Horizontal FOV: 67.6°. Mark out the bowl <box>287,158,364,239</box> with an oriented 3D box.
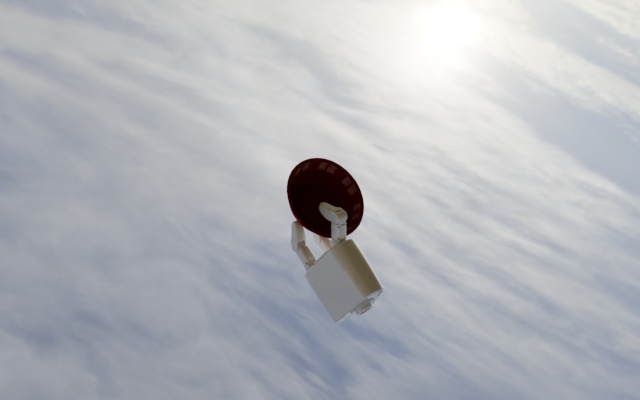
[{"bbox_3d":[0.000,0.002,0.896,0.162,0.162,0.055,0,-22,-30],"label":"bowl"}]
